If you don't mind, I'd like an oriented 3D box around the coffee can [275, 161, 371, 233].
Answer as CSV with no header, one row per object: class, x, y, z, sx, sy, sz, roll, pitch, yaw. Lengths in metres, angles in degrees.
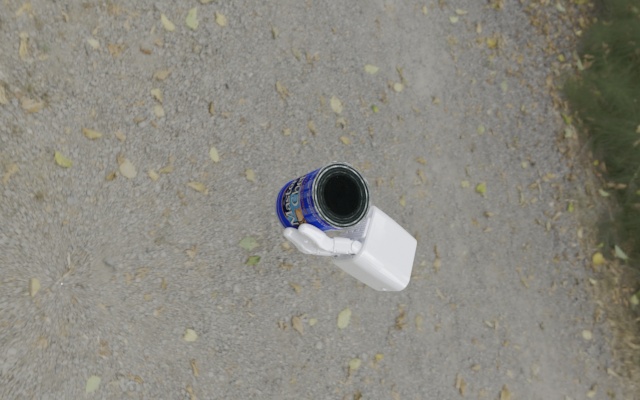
coffee can,0.000,0.002,0.767,0.103,0.103,0.140,0,-9,-28
